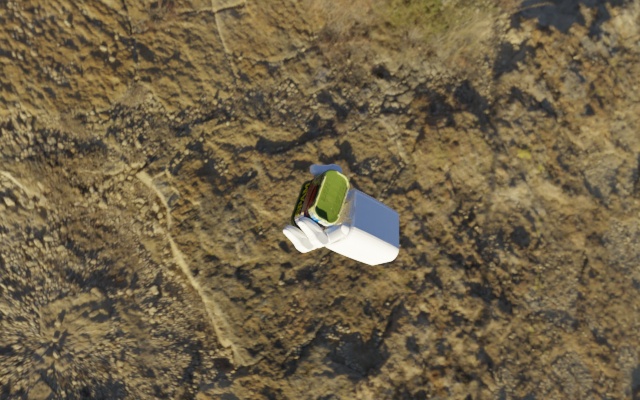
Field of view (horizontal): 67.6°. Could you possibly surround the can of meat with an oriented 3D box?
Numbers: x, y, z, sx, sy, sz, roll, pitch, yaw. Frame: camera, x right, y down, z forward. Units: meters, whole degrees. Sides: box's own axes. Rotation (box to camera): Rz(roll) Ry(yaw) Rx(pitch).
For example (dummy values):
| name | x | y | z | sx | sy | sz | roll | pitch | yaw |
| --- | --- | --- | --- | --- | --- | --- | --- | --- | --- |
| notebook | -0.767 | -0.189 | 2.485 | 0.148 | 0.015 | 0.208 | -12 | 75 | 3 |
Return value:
| name | x | y | z | sx | sy | sz | roll | pitch | yaw |
| --- | --- | --- | --- | --- | --- | --- | --- | --- | --- |
| can of meat | 0.000 | 0.003 | 0.833 | 0.057 | 0.102 | 0.084 | 28 | -26 | -20 |
